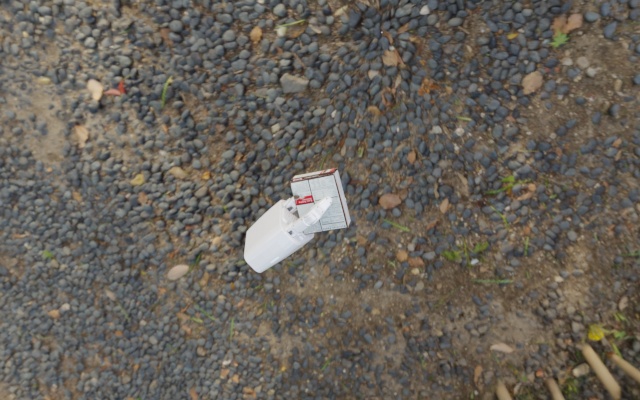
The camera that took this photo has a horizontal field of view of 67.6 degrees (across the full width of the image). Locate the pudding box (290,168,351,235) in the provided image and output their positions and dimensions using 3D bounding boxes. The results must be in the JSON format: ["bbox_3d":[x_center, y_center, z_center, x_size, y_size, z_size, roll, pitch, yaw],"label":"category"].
[{"bbox_3d":[0.000,0.003,0.895,0.090,0.113,0.039,-10,19,14],"label":"pudding box"}]
